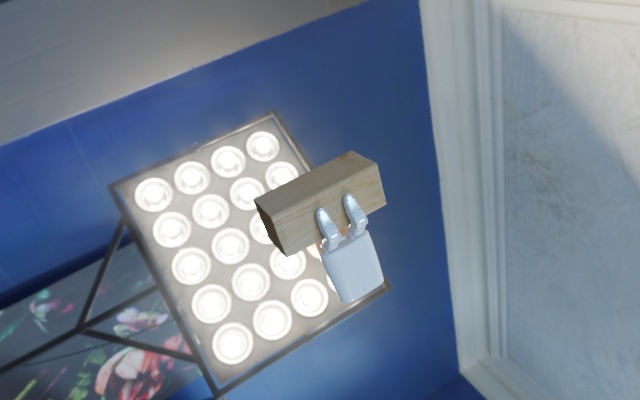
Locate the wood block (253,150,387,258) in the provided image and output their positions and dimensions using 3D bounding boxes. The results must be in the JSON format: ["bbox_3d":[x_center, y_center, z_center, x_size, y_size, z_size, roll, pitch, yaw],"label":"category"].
[{"bbox_3d":[0.000,0.003,0.844,0.206,0.090,0.090,-28,30,-17],"label":"wood block"}]
